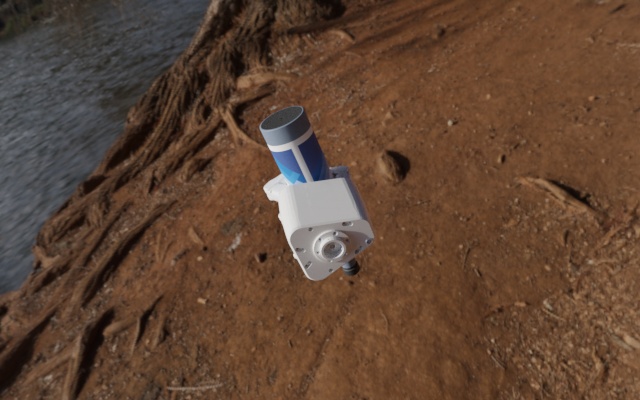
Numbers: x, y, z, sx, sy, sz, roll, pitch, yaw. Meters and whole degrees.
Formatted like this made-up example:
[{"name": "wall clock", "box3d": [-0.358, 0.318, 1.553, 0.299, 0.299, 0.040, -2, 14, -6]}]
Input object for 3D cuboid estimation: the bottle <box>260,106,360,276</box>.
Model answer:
[{"name": "bottle", "box3d": [0.000, 0.002, 0.727, 0.069, 0.296, 0.069, -18, 31, 11]}]
